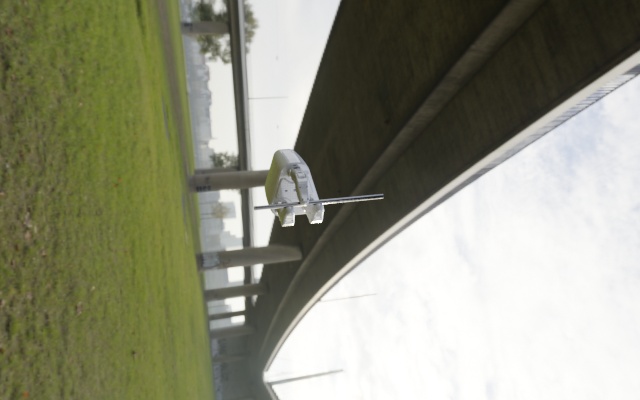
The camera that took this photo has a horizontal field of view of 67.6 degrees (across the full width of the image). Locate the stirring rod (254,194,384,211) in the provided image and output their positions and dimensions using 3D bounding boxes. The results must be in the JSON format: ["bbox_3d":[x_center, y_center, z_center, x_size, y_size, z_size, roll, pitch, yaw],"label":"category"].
[{"bbox_3d":[0.000,0.003,0.864,0.239,0.011,0.011,-5,1,-14],"label":"stirring rod"}]
